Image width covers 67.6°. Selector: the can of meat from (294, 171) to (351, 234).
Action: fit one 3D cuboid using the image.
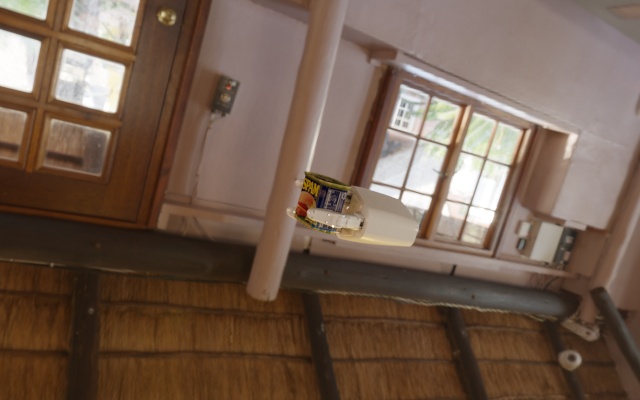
[{"bbox_3d":[0.000,0.003,0.814,0.057,0.084,0.102,11,9,-26],"label":"can of meat"}]
